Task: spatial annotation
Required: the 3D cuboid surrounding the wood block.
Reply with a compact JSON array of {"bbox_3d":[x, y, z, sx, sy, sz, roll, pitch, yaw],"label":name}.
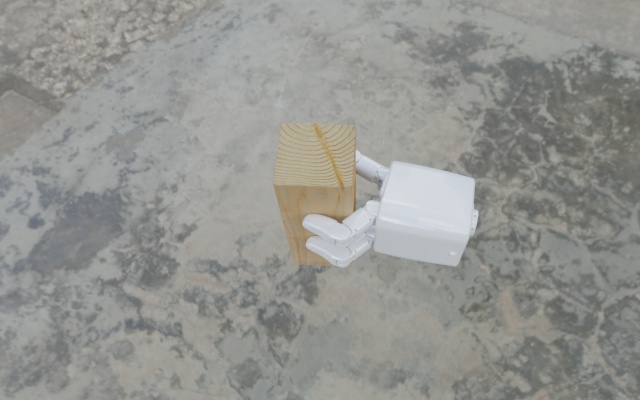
[{"bbox_3d":[0.001,0.002,0.622,0.090,0.090,0.206,2,-32,5],"label":"wood block"}]
